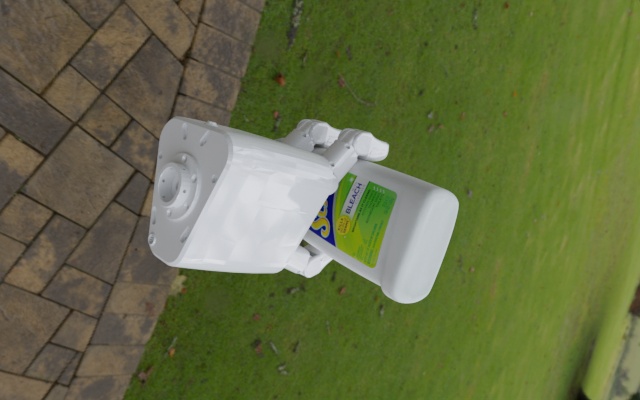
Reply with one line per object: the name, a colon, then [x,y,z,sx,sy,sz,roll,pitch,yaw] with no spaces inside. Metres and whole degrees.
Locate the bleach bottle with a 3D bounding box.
bleach bottle: [0.000,0.001,0.464,0.250,0.102,0.068,22,5,40]
